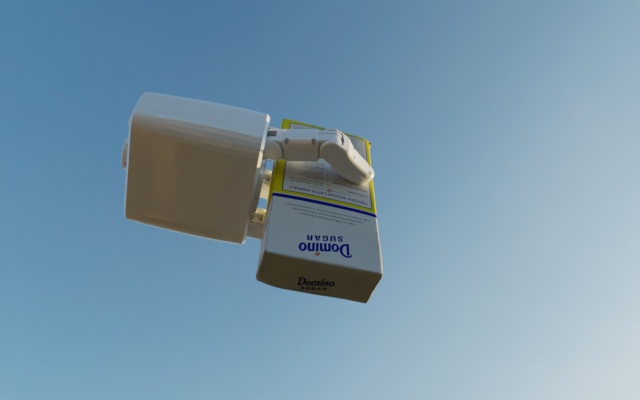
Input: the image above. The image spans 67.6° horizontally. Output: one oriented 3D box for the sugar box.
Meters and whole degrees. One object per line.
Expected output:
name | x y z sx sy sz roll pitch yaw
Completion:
sugar box | 0.000 0.002 0.421 0.093 0.176 0.048 13 -47 -9
